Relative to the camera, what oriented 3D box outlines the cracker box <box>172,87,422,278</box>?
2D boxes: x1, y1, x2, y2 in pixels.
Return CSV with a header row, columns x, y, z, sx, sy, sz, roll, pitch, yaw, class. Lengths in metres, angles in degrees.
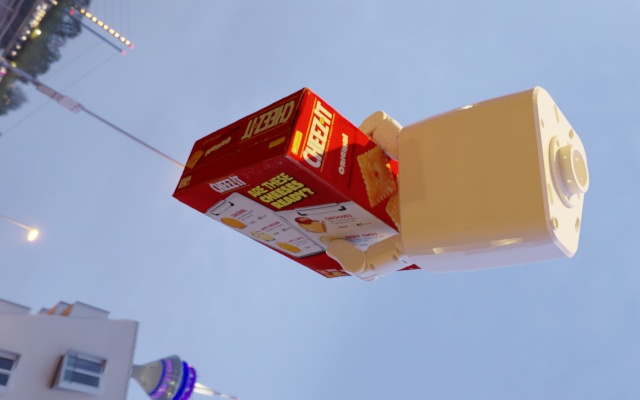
x,y,z,sx,sy,sz,roll,pitch,yaw,class
0.000,0.002,0.450,0.164,0.072,0.214,-14,-37,44,cracker box
